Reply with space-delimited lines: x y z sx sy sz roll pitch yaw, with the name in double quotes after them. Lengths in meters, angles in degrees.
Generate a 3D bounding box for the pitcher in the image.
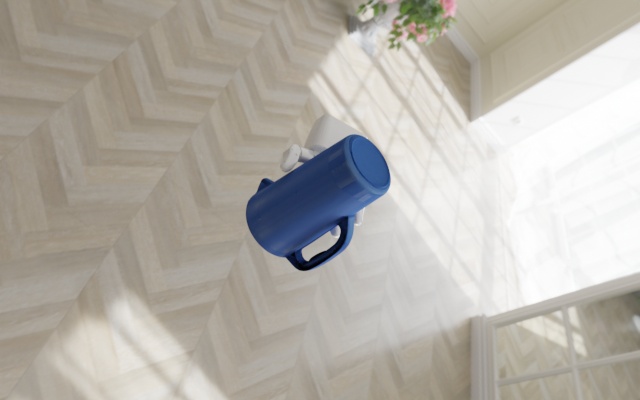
0.000 0.002 0.801 0.149 0.145 0.243 40 -50 -23 "pitcher"
